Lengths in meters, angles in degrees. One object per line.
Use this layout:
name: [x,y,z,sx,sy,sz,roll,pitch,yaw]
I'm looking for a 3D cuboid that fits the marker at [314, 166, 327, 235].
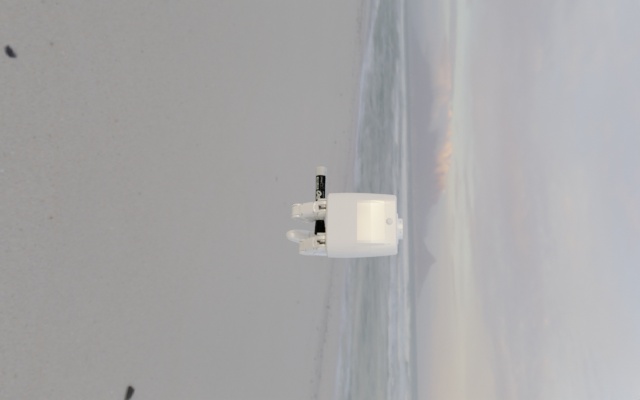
marker: [0.000,0.003,0.801,0.020,0.121,0.020,1,-16,0]
